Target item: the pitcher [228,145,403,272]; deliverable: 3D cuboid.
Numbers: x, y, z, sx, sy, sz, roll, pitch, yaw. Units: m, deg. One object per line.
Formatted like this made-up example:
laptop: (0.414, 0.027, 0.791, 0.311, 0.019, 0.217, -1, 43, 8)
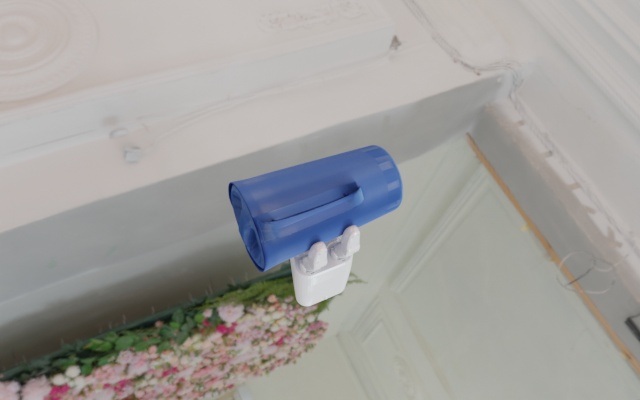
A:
pitcher: (0.000, 0.002, 0.696, 0.243, 0.149, 0.145, -20, -37, -19)
